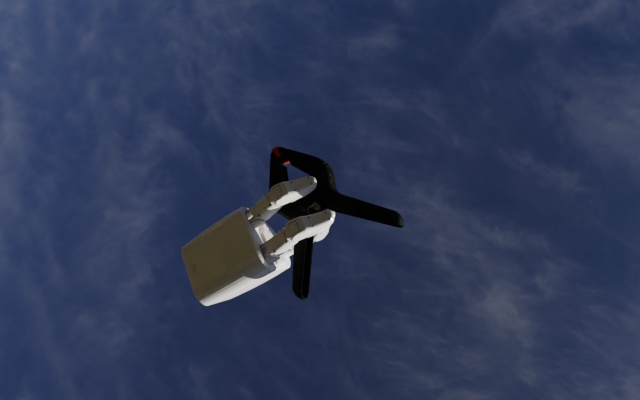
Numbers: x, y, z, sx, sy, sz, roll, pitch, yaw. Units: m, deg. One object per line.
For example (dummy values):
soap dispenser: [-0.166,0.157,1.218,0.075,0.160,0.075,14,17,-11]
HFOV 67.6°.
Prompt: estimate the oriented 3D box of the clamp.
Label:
clamp: [0.000,0.002,0.633,0.164,0.210,0.036,-31,-27,8]
